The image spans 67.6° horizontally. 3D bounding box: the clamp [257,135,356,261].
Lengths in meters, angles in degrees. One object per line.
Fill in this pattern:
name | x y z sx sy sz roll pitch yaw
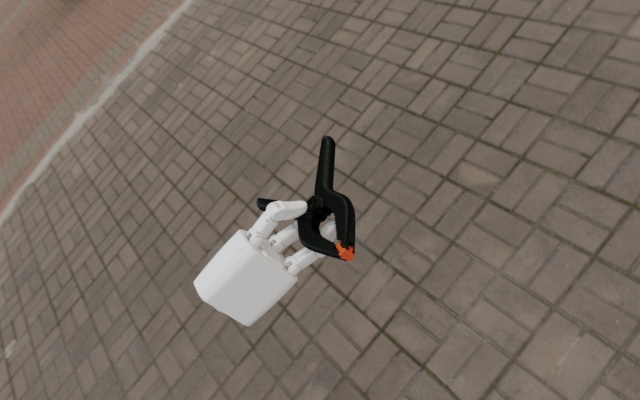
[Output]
clamp | 0.000 0.002 0.710 0.036 0.164 0.210 35 9 -46
